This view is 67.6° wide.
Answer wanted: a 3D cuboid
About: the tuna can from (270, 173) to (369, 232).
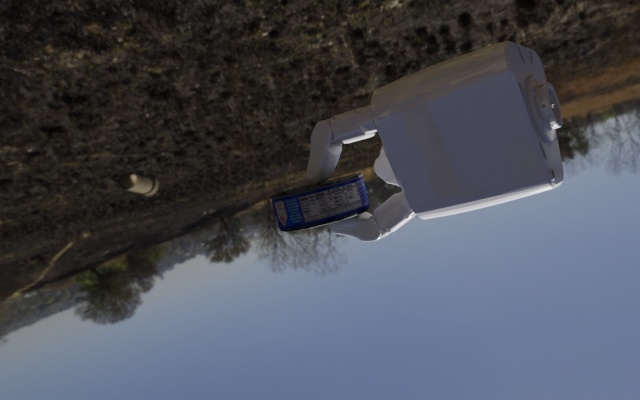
[{"bbox_3d":[0.000,0.002,0.430,0.086,0.034,0.086,-14,4,1],"label":"tuna can"}]
